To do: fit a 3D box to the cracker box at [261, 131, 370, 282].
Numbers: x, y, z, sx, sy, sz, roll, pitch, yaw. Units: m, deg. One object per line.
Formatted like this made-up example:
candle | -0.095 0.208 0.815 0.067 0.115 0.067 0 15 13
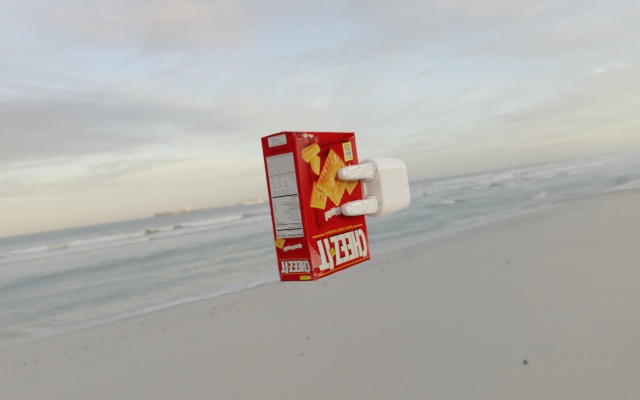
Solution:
cracker box | 0.000 0.002 0.733 0.072 0.213 0.164 -7 1 36
